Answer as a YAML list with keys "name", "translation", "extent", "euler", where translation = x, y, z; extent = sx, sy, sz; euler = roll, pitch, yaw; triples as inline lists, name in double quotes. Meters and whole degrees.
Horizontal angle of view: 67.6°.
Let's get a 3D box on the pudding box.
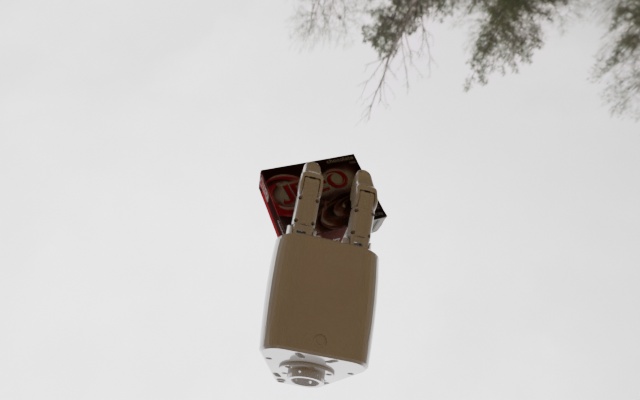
- name: "pudding box"
  translation: [0.000, 0.002, 0.508]
  extent: [0.113, 0.090, 0.039]
  euler: [-11, -32, -22]
